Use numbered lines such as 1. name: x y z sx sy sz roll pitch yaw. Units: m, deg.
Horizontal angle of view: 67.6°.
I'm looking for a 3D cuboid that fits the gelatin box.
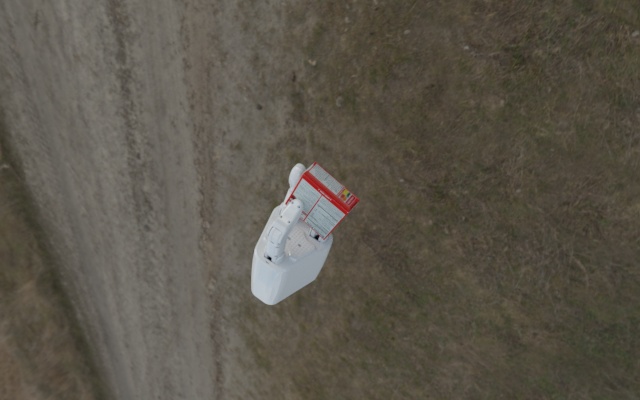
1. gelatin box: 0.000 0.002 0.611 0.030 0.073 0.089 -47 -4 -33
